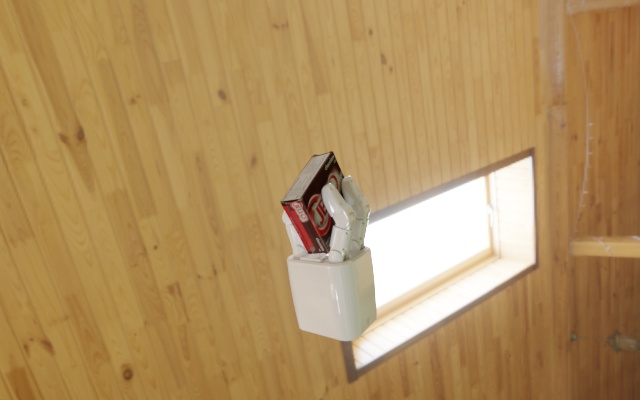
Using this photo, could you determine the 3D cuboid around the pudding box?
[{"bbox_3d":[0.000,0.002,0.637,0.039,0.090,0.113,-7,34,29],"label":"pudding box"}]
